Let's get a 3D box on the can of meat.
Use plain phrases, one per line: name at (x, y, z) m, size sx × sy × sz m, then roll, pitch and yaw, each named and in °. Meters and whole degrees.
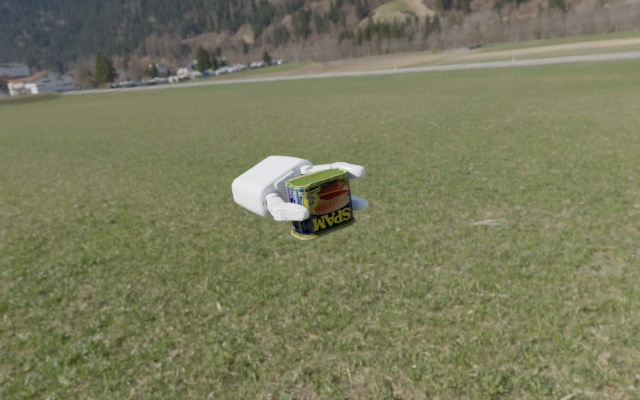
can of meat at (0.000, 0.002, 0.727) m, size 0.102 × 0.084 × 0.057 m, roll -18°, pitch 20°, yaw -29°
